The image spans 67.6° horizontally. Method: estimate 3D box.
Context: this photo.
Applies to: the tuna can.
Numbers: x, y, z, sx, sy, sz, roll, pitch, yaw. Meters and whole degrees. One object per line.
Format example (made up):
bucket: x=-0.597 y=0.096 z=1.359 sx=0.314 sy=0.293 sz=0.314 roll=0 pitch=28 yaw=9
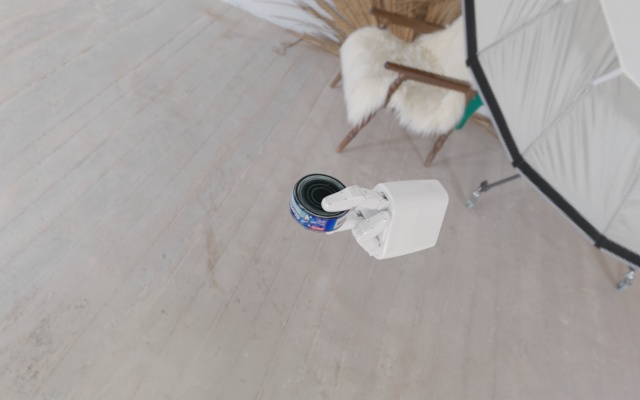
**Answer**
tuna can: x=0.000 y=0.002 z=0.678 sx=0.086 sy=0.086 sz=0.034 roll=0 pitch=-40 yaw=-17
